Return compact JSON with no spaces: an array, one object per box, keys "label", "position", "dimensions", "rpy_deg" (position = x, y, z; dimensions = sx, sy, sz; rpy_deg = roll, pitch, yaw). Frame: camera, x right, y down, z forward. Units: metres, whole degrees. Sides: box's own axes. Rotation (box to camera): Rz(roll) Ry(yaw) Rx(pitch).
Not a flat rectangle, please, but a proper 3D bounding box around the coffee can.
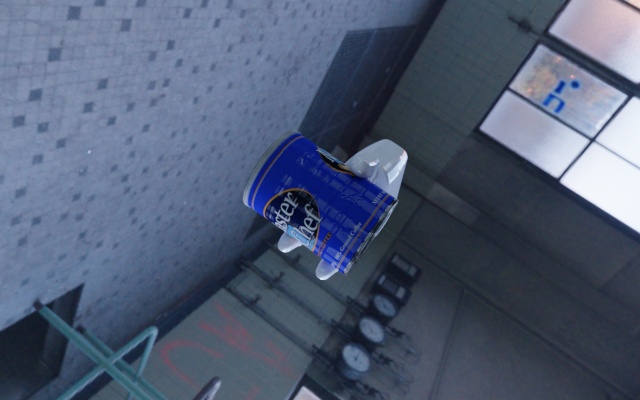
[{"label":"coffee can","position":[0.000,0.002,0.532],"dimensions":[0.140,0.103,0.103],"rpy_deg":[35,7,10]}]
